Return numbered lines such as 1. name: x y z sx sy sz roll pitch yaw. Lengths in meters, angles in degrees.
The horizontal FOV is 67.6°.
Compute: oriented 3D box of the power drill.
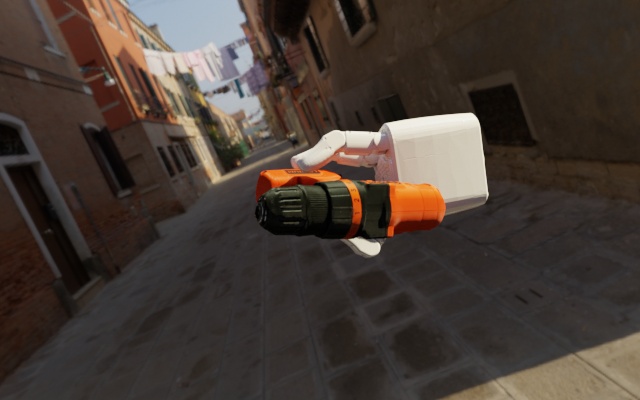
1. power drill: 0.000 0.001 0.483 0.184 0.057 0.187 1 7 -27
